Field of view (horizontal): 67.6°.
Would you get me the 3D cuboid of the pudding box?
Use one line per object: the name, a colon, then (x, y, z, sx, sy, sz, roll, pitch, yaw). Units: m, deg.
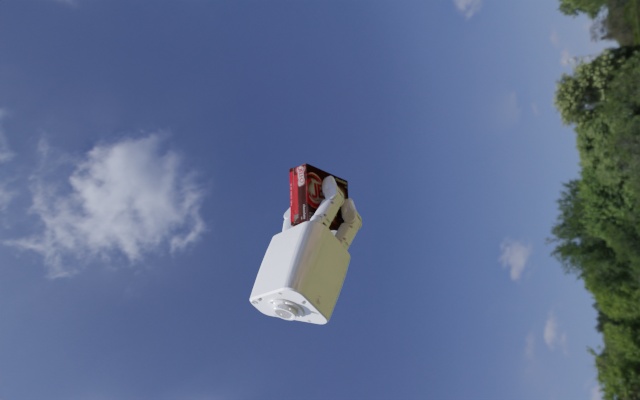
pudding box: (0.000, 0.002, 0.726, 0.039, 0.090, 0.113, -12, -18, 32)
